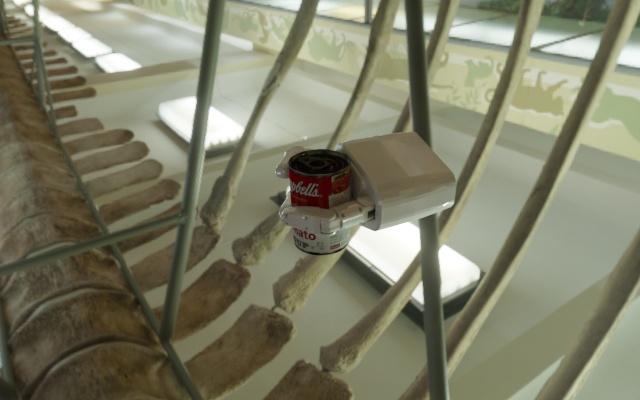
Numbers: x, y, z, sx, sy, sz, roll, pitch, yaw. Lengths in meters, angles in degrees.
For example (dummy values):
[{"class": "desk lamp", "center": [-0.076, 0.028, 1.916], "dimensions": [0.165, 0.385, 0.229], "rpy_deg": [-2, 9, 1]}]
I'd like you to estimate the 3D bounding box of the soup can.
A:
[{"class": "soup can", "center": [0.000, 0.002, 0.538], "dimensions": [0.068, 0.102, 0.068], "rpy_deg": [-1, 29, 1]}]
